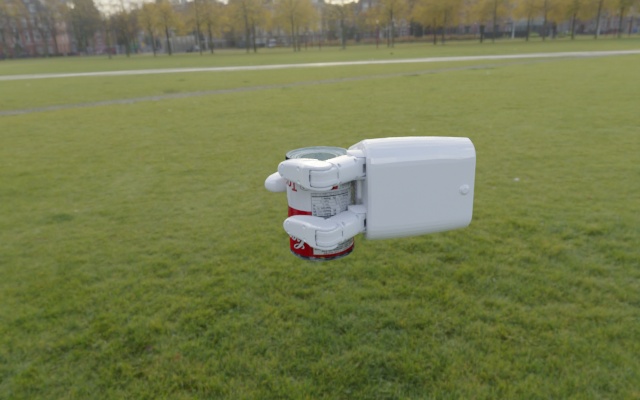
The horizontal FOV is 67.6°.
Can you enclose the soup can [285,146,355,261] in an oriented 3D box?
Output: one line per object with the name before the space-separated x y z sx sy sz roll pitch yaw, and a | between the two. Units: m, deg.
soup can | 0.000 0.001 0.486 0.068 0.102 0.068 -2 18 1
